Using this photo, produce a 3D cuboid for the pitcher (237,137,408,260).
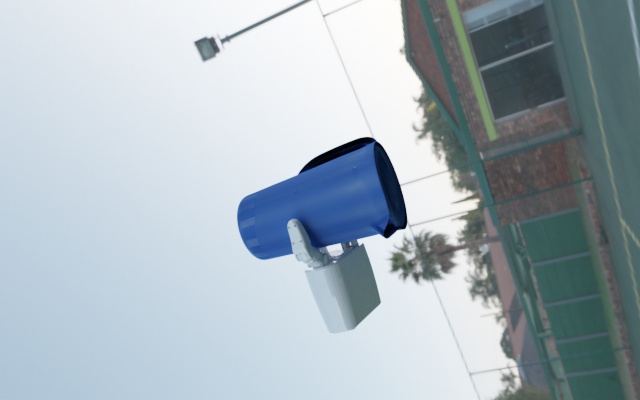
[{"bbox_3d":[0.000,0.003,0.729,0.243,0.145,0.149,-18,6,20],"label":"pitcher"}]
